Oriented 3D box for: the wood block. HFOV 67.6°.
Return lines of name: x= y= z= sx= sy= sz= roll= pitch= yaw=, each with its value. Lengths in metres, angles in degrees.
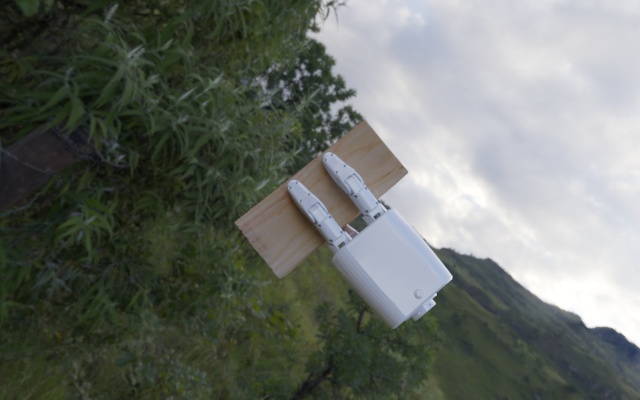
wood block: x=0.000 y=0.002 z=0.623 sx=0.206 sy=0.090 sz=0.091 roll=-39 pitch=-5 yaw=-8
